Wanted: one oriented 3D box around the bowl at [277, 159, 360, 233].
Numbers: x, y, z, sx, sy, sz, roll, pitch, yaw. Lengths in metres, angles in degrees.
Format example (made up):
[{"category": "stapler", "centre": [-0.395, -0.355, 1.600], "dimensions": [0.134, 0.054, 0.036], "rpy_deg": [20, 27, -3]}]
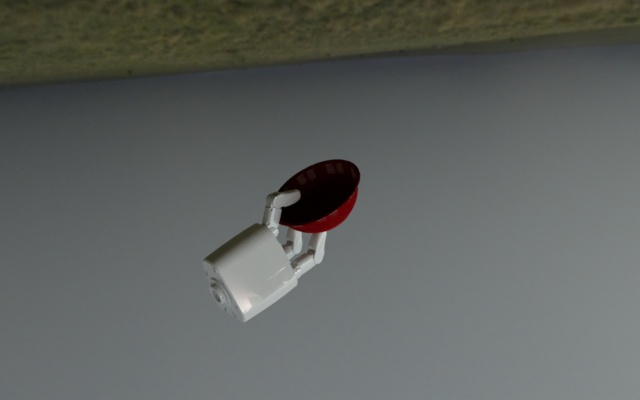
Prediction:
[{"category": "bowl", "centre": [0.001, 0.002, 0.793], "dimensions": [0.162, 0.055, 0.162], "rpy_deg": [-20, 35, 15]}]
